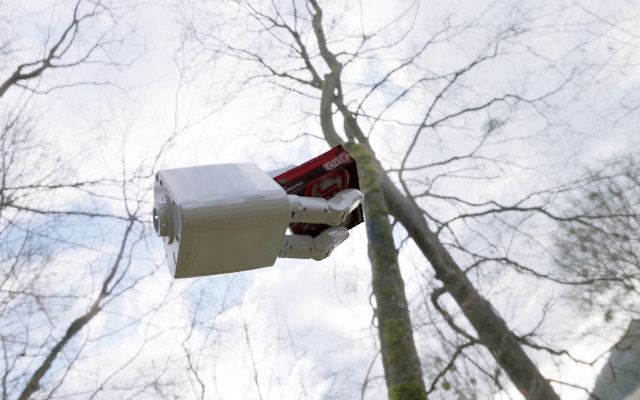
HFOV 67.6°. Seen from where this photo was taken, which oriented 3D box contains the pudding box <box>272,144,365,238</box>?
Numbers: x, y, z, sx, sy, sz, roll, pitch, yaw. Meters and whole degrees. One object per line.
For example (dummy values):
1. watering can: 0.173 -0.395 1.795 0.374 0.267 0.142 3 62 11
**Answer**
1. pudding box: 0.000 0.002 0.543 0.090 0.039 0.114 -27 -37 -11
